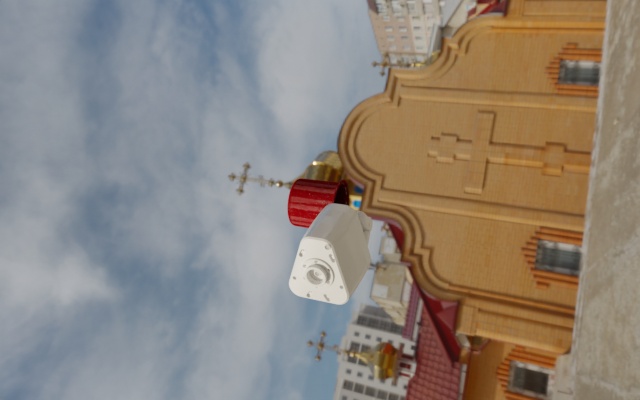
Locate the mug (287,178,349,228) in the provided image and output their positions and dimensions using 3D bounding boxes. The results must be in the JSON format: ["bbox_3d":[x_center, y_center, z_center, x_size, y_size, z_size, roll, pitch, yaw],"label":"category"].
[{"bbox_3d":[0.000,0.002,0.806,0.081,0.093,0.117,7,25,18],"label":"mug"}]
